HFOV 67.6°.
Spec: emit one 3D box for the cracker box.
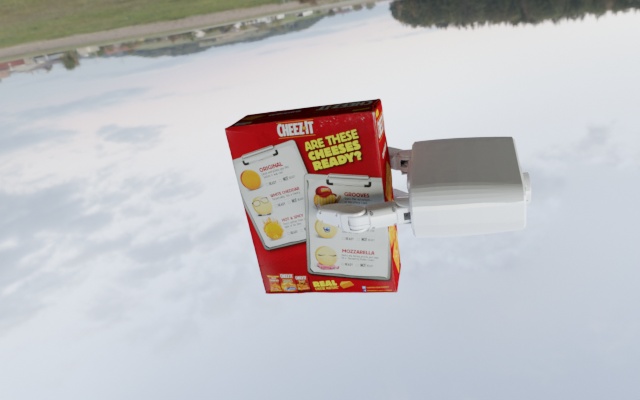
[{"bbox_3d":[0.000,0.002,0.550,0.164,0.214,0.072,-4,23,16],"label":"cracker box"}]
